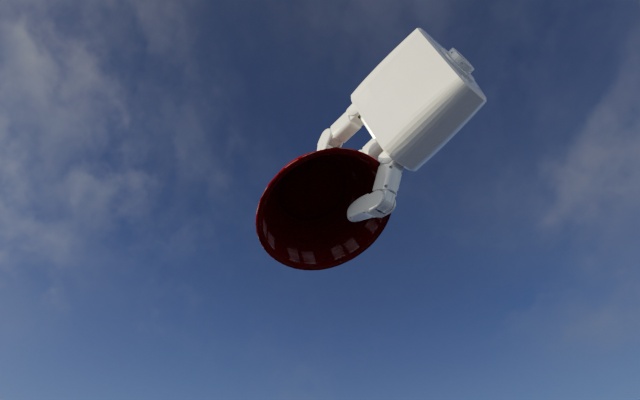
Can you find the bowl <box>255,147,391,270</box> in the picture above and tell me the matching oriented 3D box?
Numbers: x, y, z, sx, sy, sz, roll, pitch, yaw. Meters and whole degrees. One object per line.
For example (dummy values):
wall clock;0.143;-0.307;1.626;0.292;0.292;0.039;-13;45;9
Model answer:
bowl;-0.001;0.002;0.552;0.162;0.162;0.055;0;31;-21
